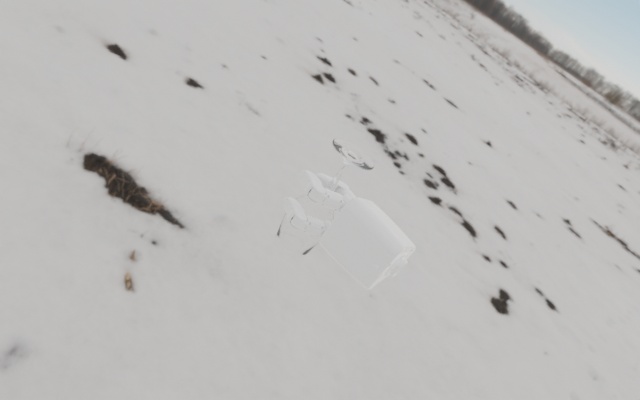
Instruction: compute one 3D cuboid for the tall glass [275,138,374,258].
[{"bbox_3d":[0.000,0.002,0.763,0.079,0.201,0.079,26,29,-16],"label":"tall glass"}]
